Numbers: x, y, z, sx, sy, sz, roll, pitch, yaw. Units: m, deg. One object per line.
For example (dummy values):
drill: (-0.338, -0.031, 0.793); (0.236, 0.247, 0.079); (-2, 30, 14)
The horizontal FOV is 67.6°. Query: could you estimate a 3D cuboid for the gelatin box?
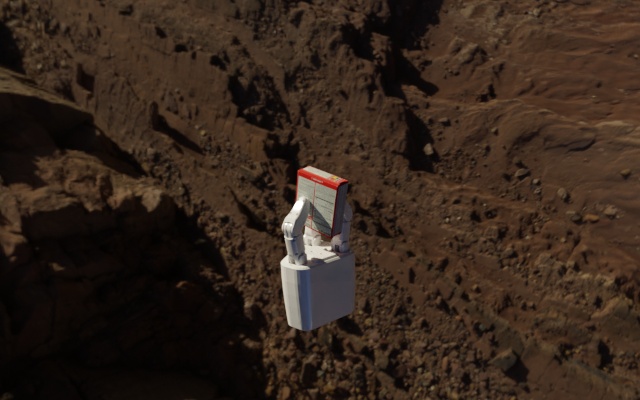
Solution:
gelatin box: (0.000, 0.002, 0.704); (0.073, 0.089, 0.030); (23, 32, 31)
